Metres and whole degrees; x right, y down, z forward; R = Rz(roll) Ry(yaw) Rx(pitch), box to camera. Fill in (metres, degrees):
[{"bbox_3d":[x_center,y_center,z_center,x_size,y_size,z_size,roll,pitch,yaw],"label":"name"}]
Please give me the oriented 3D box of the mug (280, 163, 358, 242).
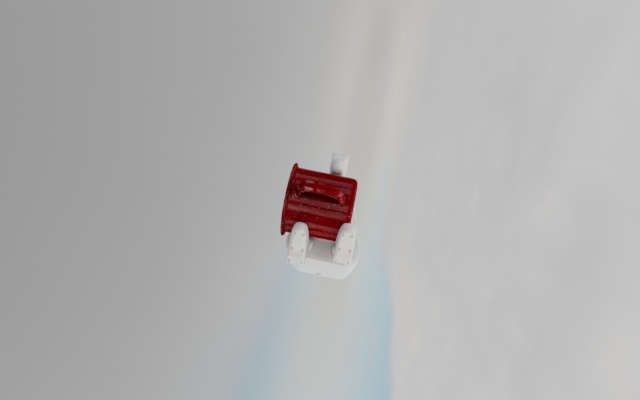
[{"bbox_3d":[0.000,0.001,0.582,0.081,0.093,0.117,11,-20,3],"label":"mug"}]
